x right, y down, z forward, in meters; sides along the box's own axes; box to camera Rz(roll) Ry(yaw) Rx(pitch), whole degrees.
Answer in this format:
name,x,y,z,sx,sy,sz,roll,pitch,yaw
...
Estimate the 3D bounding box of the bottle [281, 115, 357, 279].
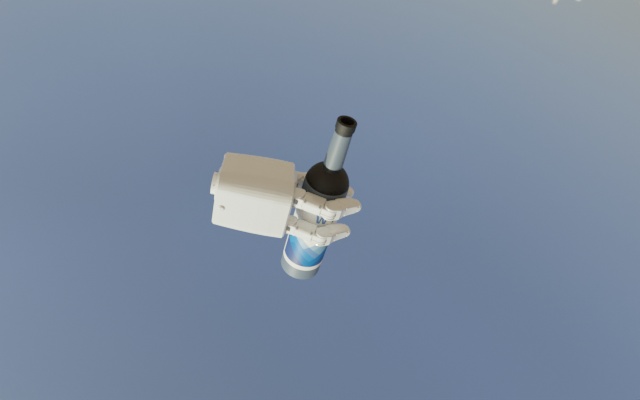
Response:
name,x,y,z,sx,sy,sz,roll,pitch,yaw
bottle,0.000,0.003,0.718,0.069,0.296,0.069,10,41,-9
